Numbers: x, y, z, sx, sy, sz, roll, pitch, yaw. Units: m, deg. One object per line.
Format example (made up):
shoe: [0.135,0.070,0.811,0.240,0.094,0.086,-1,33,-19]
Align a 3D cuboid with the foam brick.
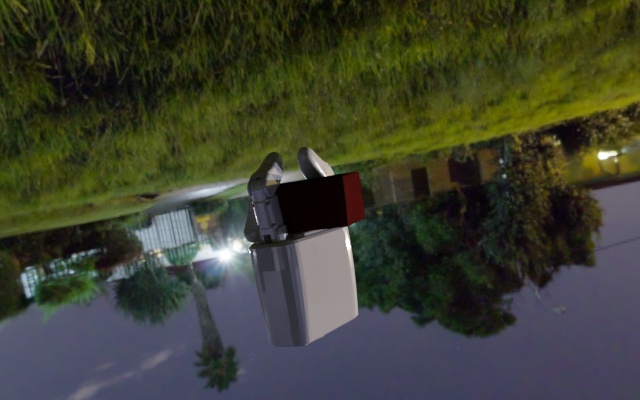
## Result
foam brick: [0.000,0.001,0.491,0.078,0.051,0.053,-8,3,26]
